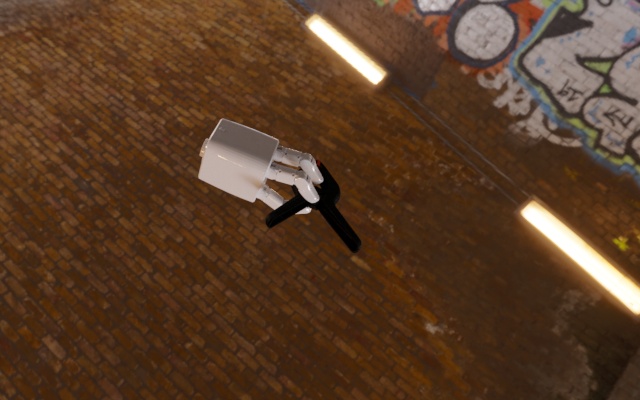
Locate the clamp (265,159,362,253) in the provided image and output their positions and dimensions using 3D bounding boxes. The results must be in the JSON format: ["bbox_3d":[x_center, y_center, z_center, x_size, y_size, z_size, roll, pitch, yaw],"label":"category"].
[{"bbox_3d":[0.000,0.003,0.843,0.164,0.036,0.209,23,37,-9],"label":"clamp"}]
